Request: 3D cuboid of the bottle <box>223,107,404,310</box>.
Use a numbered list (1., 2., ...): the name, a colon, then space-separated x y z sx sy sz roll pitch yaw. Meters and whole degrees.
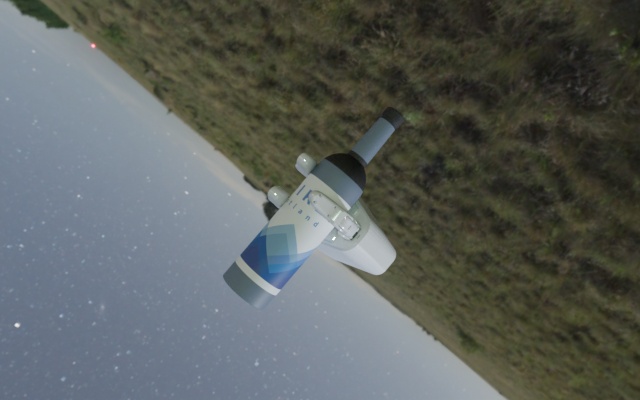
1. bottle: 0.000 0.002 0.597 0.069 0.295 0.069 40 -3 2
